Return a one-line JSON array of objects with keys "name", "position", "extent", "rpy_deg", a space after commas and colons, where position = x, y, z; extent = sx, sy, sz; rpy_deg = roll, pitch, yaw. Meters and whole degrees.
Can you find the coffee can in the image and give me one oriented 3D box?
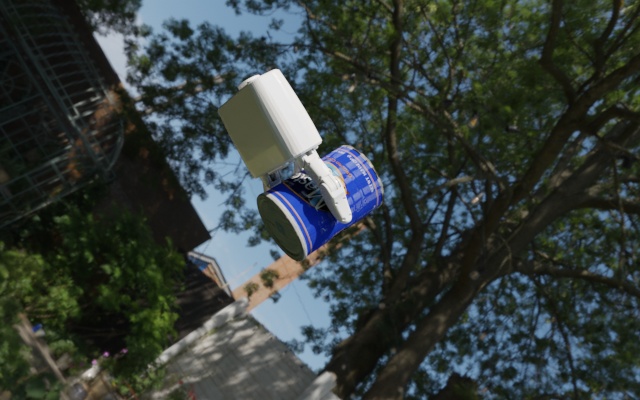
[{"name": "coffee can", "position": [0.000, 0.002, 0.647], "extent": [0.140, 0.103, 0.103], "rpy_deg": [-33, 14, -23]}]
